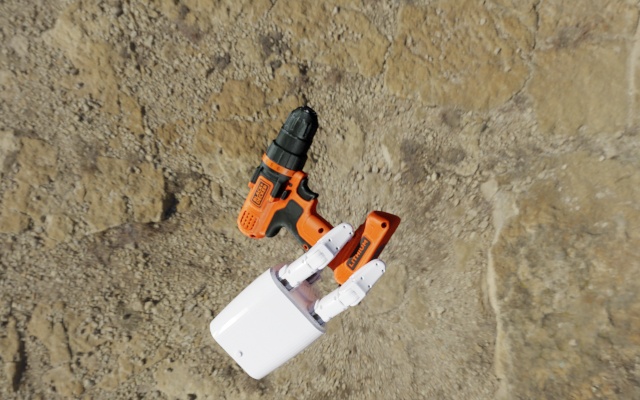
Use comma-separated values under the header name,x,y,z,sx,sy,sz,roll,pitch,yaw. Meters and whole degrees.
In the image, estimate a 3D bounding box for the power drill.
name,x,y,z,sx,sy,sz,roll,pitch,yaw
power drill,0.000,0.002,0.583,0.187,0.184,0.057,35,22,19
